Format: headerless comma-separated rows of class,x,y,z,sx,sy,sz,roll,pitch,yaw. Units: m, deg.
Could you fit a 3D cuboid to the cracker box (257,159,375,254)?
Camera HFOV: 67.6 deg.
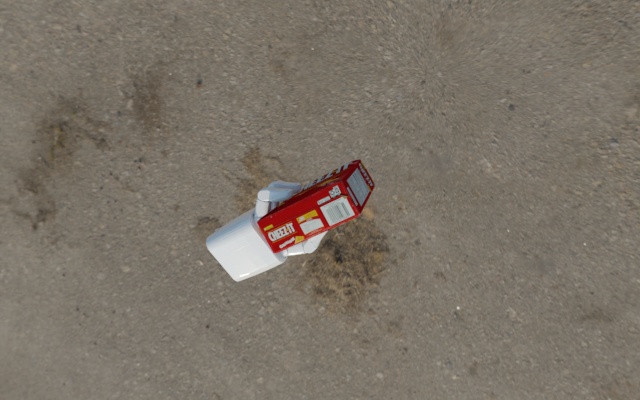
cracker box,0.000,0.003,0.855,0.164,0.072,0.213,-26,7,18
